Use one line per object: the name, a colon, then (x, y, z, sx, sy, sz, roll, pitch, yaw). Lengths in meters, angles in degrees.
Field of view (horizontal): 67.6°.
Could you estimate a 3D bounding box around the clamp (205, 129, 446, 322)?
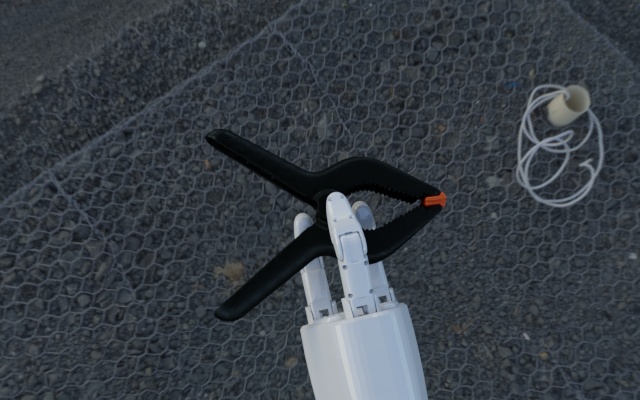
clamp: (0.001, 0.001, 0.412, 0.210, 0.164, 0.036, -12, -11, -6)
